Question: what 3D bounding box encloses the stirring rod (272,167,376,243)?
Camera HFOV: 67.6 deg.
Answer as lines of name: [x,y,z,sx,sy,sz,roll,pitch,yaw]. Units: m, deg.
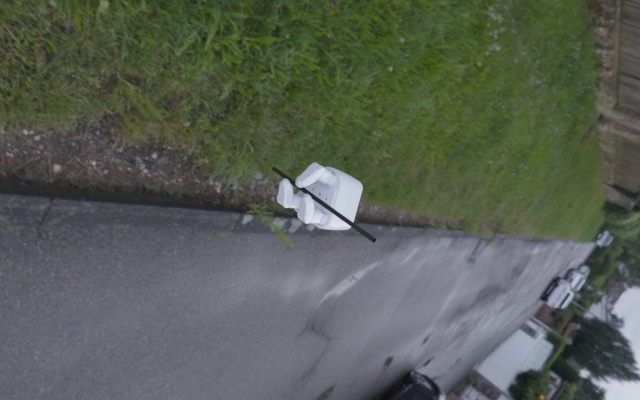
stirring rod: [0.000,0.003,0.817,0.239,0.011,0.011,35,19,28]
